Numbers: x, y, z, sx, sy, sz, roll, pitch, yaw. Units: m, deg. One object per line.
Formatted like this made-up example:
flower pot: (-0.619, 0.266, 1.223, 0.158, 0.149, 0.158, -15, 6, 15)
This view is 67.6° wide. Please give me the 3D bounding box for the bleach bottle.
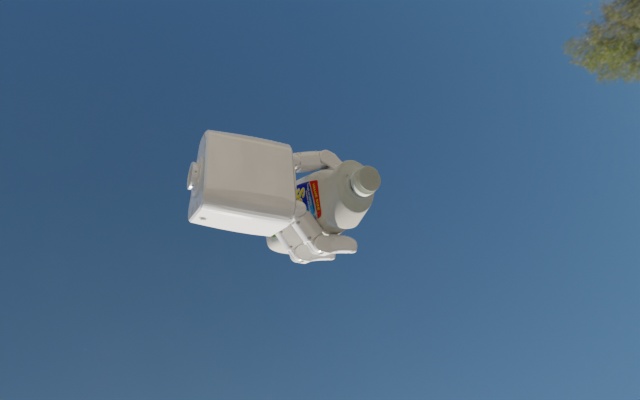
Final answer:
bleach bottle: (0.000, 0.002, 0.621, 0.068, 0.102, 0.251, 11, -20, -23)
